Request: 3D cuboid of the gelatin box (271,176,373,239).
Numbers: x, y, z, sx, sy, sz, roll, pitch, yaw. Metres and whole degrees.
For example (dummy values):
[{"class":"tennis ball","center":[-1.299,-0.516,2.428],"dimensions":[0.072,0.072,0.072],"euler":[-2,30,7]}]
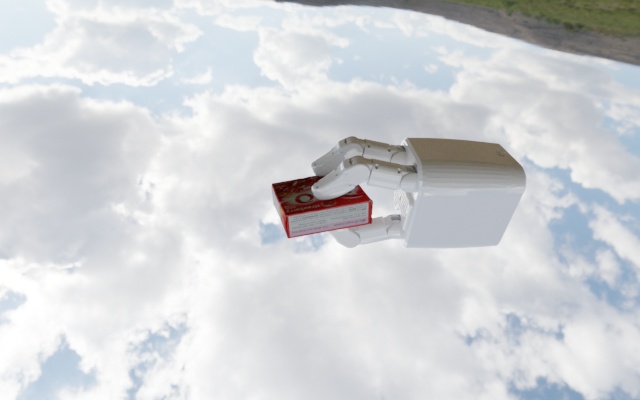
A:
[{"class":"gelatin box","center":[0.000,0.002,0.488],"dimensions":[0.089,0.030,0.073],"euler":[-10,29,-12]}]
